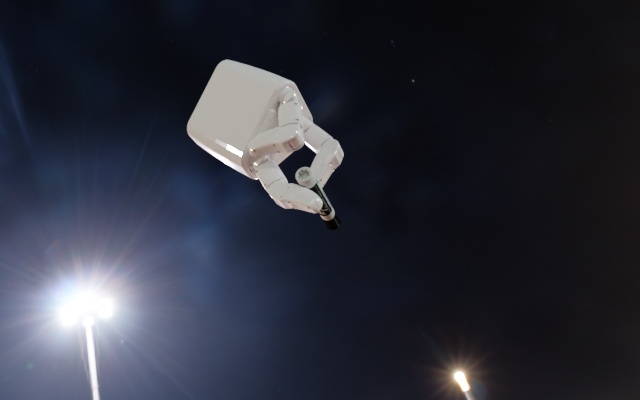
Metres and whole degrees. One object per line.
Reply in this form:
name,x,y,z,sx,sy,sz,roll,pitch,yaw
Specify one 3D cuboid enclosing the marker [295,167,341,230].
marker,0.000,0.002,0.541,0.020,0.020,0.121,0,-28,19
